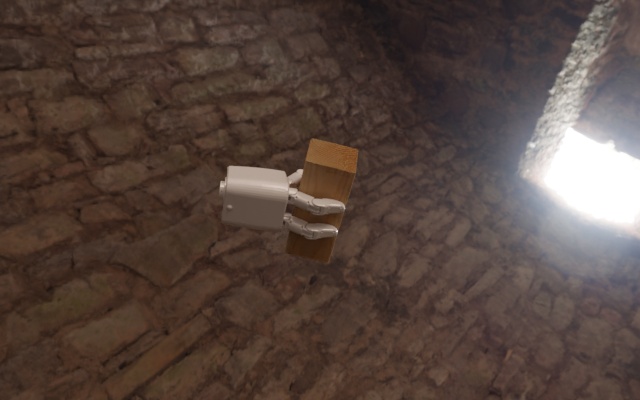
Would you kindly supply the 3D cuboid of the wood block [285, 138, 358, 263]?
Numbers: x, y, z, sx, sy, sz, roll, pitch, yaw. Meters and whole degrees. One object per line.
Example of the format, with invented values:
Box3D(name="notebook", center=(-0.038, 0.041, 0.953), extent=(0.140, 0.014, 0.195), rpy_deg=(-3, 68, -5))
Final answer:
Box3D(name="wood block", center=(0.000, 0.003, 0.887), extent=(0.090, 0.206, 0.090), rpy_deg=(14, 34, -2))
